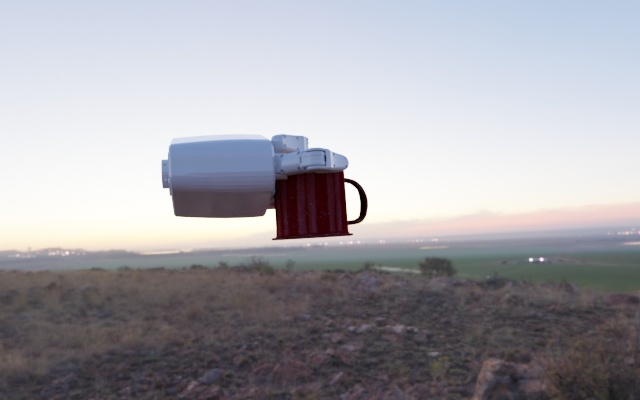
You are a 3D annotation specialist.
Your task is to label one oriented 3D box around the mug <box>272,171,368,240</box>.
[{"bbox_3d":[0.001,0.002,0.548,0.117,0.081,0.093,-2,-4,-17],"label":"mug"}]
